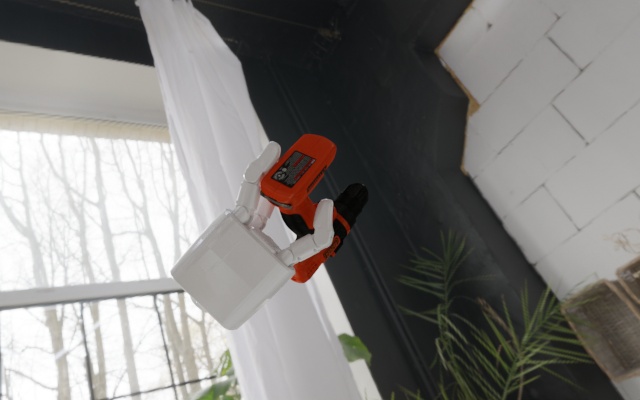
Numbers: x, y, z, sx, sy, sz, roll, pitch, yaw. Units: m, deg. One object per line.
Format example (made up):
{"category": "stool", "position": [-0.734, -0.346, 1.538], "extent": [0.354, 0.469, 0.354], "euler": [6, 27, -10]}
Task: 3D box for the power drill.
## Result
{"category": "power drill", "position": [0.000, 0.002, 0.650], "extent": [0.057, 0.184, 0.188], "euler": [23, -29, 30]}
